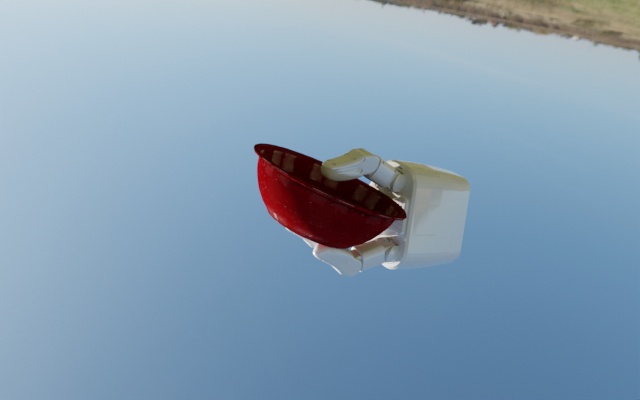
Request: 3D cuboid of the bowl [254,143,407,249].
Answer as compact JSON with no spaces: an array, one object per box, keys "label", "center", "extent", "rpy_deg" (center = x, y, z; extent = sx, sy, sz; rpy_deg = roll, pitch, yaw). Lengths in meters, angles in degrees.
[{"label":"bowl","center":[-0.001,0.002,0.469],"extent":[0.162,0.055,0.162],"rpy_deg":[24,12,-5]}]
